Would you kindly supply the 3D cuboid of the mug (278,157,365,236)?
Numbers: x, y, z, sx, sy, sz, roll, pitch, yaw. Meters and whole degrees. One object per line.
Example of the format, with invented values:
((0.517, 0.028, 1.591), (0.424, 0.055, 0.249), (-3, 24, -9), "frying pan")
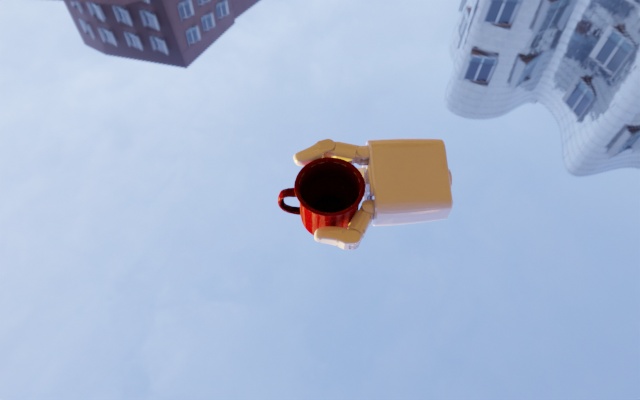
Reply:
((-0.001, 0.002, 0.655), (0.117, 0.093, 0.082), (-3, -32, -2), "mug")
